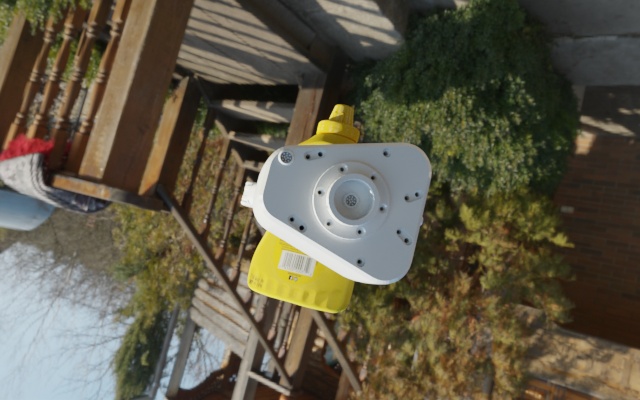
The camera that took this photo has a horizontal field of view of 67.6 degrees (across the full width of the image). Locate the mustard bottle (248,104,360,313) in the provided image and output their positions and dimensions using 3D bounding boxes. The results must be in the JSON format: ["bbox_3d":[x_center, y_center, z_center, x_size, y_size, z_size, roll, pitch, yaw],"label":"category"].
[{"bbox_3d":[0.000,0.002,0.453,0.096,0.191,0.058,12,-6,17],"label":"mustard bottle"}]
